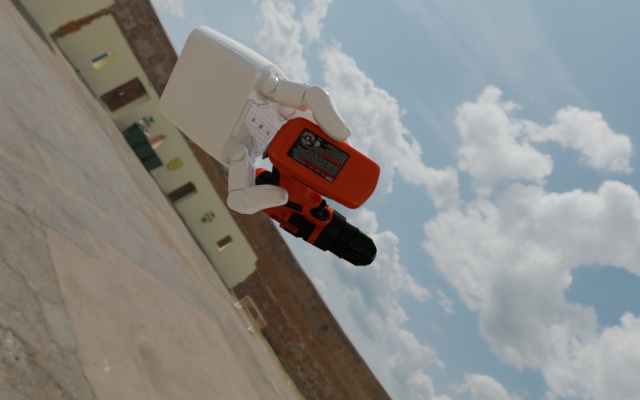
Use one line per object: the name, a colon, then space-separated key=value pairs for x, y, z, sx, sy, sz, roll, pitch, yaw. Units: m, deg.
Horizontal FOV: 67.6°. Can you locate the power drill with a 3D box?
power drill: x=0.000 y=0.001 z=0.520 sx=0.184 sy=0.057 sz=0.188 roll=30 pitch=-24 yaw=0
